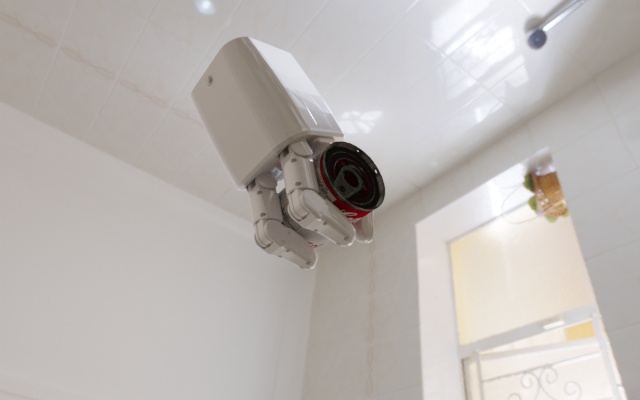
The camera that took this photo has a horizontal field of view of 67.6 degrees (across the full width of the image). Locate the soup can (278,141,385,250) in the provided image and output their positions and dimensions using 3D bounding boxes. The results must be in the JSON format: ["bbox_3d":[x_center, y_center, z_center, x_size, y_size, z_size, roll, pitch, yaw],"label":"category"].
[{"bbox_3d":[0.000,0.002,0.439,0.068,0.068,0.102,0,-28,-42],"label":"soup can"}]
